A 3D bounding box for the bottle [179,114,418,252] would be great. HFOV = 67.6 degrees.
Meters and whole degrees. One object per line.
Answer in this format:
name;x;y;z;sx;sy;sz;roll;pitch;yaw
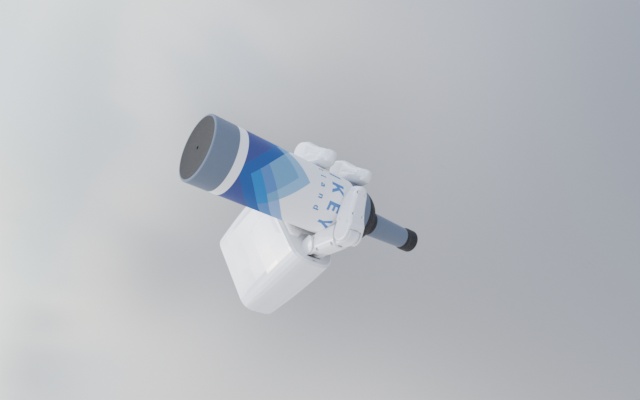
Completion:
bottle;0.000;0.002;0.509;0.296;0.069;0.069;24;-14;-35
